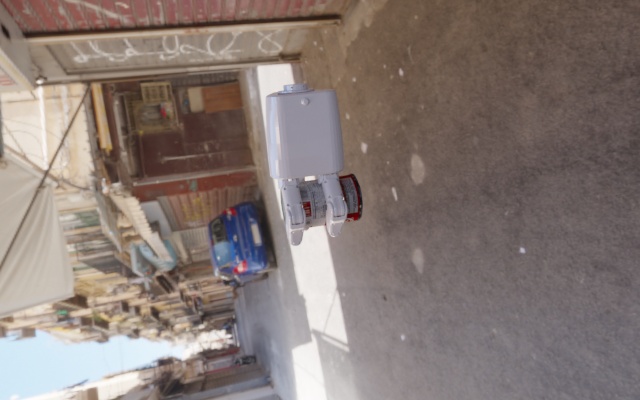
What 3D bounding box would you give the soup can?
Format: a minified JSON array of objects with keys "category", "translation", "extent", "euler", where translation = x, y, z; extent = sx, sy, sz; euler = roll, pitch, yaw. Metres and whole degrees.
[{"category":"soup can","translation":[0.000,0.003,0.667],"extent":[0.102,0.068,0.068],"euler":[-8,2,-14]}]
